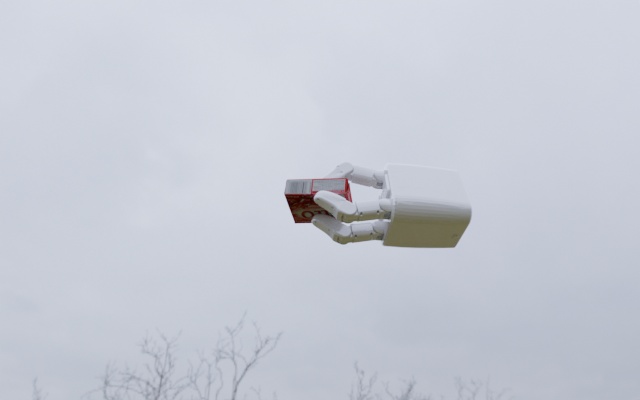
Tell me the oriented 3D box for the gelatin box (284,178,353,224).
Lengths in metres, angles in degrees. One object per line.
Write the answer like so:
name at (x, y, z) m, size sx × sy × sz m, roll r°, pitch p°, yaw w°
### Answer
gelatin box at (0.000, 0.002, 0.673) m, size 0.089 × 0.030 × 0.073 m, roll -1°, pitch -35°, yaw 11°
